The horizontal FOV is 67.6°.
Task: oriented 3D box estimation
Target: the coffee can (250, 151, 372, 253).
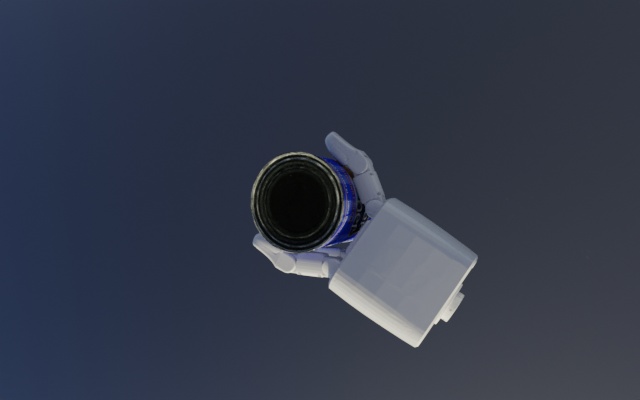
[{"bbox_3d":[0.000,0.002,0.539,0.103,0.103,0.140,0,0,21],"label":"coffee can"}]
